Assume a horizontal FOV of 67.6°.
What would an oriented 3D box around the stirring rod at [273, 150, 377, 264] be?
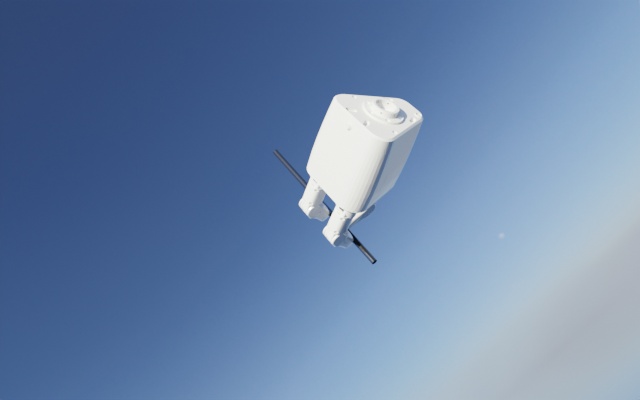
[{"bbox_3d":[0.000,0.002,0.677,0.011,0.011,0.239,0,40,-50],"label":"stirring rod"}]
